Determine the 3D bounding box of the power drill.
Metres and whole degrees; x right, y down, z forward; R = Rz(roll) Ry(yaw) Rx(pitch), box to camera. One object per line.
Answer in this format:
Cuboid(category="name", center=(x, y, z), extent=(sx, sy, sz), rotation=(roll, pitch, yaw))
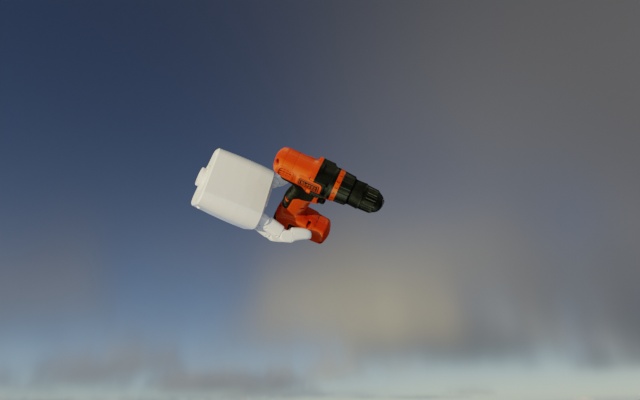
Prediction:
Cuboid(category="power drill", center=(0.000, 0.003, 0.810), extent=(0.184, 0.057, 0.188), rotation=(26, -34, 2))
